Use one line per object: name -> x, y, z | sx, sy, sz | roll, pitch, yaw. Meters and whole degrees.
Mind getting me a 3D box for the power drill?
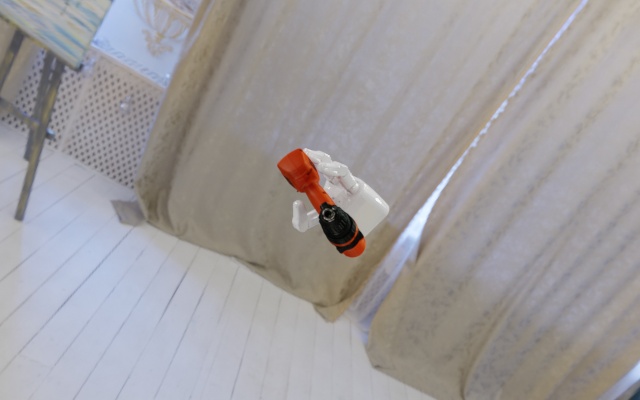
power drill -> 0.000, 0.002, 0.797 | 0.057, 0.187, 0.184 | -34, -26, 0
